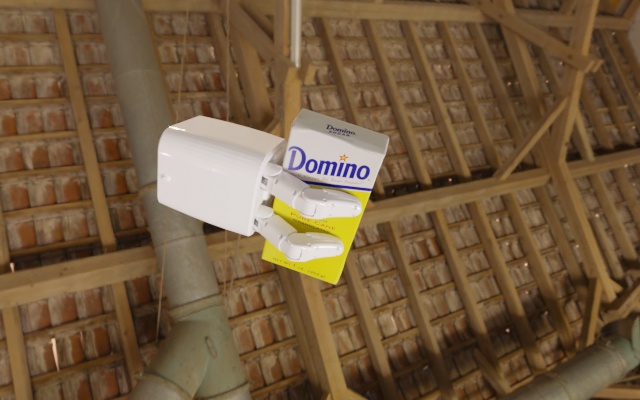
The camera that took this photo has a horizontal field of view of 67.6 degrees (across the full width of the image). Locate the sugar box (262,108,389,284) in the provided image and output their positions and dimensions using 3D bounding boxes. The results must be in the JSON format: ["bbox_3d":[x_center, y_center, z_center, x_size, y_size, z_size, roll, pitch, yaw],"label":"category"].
[{"bbox_3d":[0.000,0.002,0.500,0.093,0.176,0.048,18,38,3],"label":"sugar box"}]
